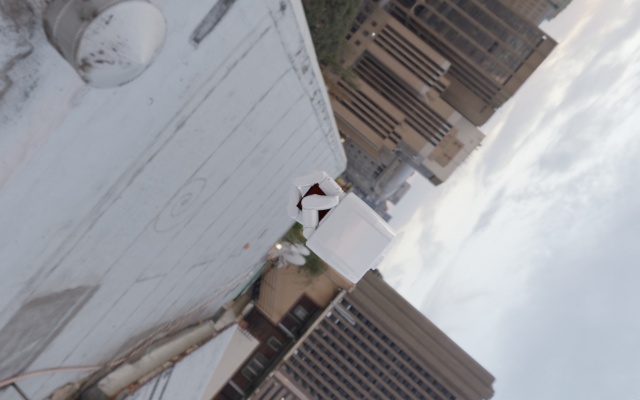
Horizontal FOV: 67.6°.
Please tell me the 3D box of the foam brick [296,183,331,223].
[{"bbox_3d":[0.000,0.003,0.842,0.051,0.053,0.078,40,14,6],"label":"foam brick"}]
